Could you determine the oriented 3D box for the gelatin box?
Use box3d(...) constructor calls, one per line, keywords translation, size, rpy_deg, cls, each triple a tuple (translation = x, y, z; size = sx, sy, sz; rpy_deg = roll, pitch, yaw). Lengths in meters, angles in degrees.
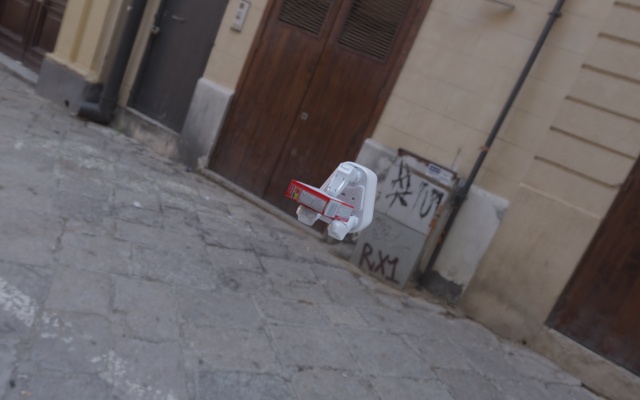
box3d(translation=(0.000, 0.002, 0.721), size=(0.073, 0.030, 0.089), rpy_deg=(27, 4, 28), cls="gelatin box")
